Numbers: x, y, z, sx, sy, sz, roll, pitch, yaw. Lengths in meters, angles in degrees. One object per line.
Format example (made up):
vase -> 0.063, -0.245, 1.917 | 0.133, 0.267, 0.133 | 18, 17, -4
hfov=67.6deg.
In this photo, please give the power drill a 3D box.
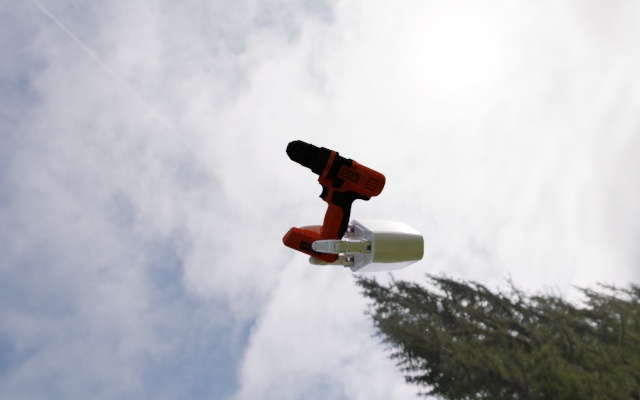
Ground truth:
power drill -> 0.000, 0.003, 0.842 | 0.184, 0.188, 0.057 | 23, 13, -3
